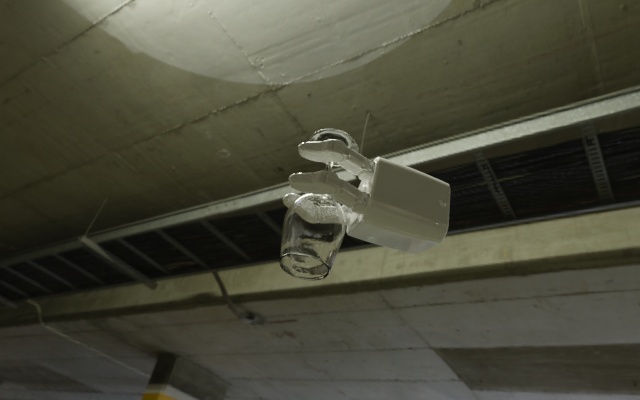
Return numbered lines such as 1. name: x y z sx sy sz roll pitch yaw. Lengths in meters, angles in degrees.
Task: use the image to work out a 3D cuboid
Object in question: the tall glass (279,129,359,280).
1. tall glass: 0.000 0.001 0.624 0.079 0.201 0.079 9 -37 7
